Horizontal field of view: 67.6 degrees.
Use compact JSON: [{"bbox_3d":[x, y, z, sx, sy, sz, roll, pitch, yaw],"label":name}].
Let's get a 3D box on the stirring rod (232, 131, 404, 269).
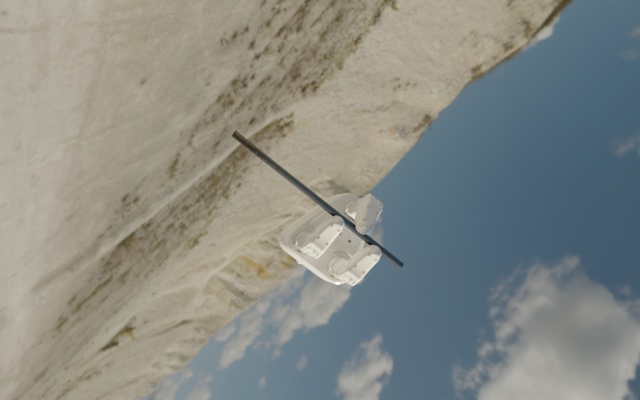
[{"bbox_3d":[0.000,0.002,0.530,0.239,0.011,0.011,38,-7,-9],"label":"stirring rod"}]
